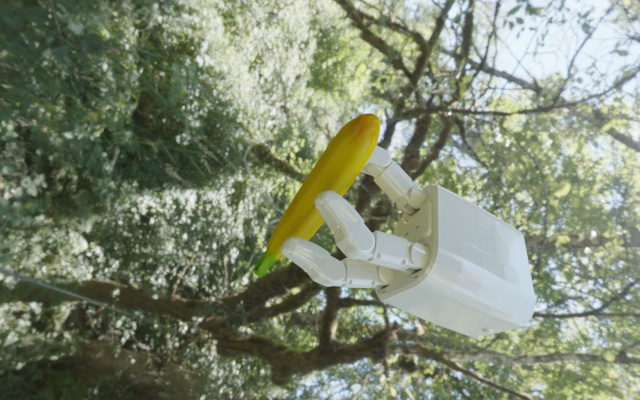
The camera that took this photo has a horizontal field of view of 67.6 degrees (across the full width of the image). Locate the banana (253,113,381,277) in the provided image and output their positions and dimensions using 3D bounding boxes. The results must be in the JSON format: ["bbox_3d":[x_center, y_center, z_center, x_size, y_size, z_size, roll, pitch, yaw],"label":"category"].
[{"bbox_3d":[0.002,-0.006,0.426,0.037,0.198,0.069,30,34,-8],"label":"banana"}]
